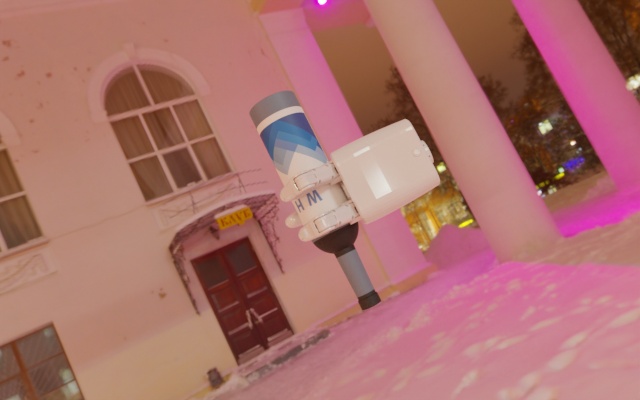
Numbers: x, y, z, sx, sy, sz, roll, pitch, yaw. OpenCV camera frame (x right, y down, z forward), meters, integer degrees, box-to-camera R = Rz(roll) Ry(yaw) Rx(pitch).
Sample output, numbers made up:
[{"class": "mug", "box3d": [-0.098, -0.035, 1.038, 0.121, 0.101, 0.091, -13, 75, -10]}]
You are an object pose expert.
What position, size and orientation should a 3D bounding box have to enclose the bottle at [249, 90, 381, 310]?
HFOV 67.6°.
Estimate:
[{"class": "bottle", "box3d": [0.000, 0.002, 0.620, 0.069, 0.295, 0.069, -26, -6, -3]}]
